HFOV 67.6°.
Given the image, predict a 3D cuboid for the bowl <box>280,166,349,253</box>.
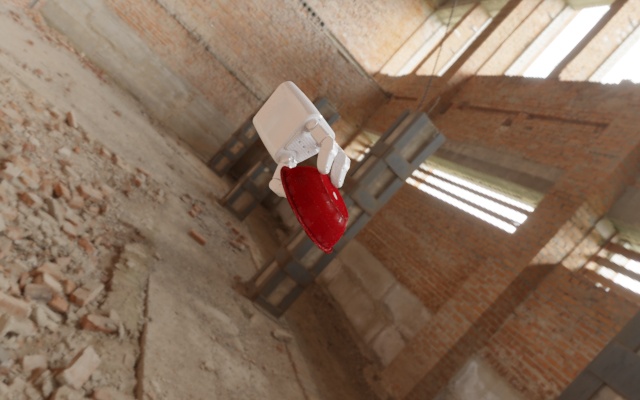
[{"bbox_3d":[0.001,0.004,0.776,0.055,0.162,0.162,-28,-7,12],"label":"bowl"}]
